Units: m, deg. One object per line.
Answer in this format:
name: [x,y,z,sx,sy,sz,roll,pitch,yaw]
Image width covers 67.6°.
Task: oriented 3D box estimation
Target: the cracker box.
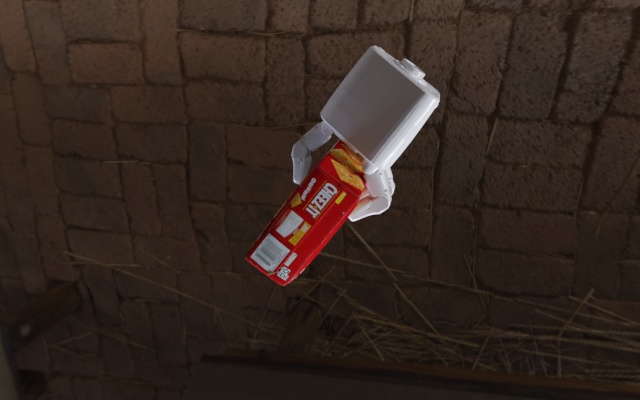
cracker box: [0.000,0.002,0.666,0.072,0.164,0.213,38,23,-1]
